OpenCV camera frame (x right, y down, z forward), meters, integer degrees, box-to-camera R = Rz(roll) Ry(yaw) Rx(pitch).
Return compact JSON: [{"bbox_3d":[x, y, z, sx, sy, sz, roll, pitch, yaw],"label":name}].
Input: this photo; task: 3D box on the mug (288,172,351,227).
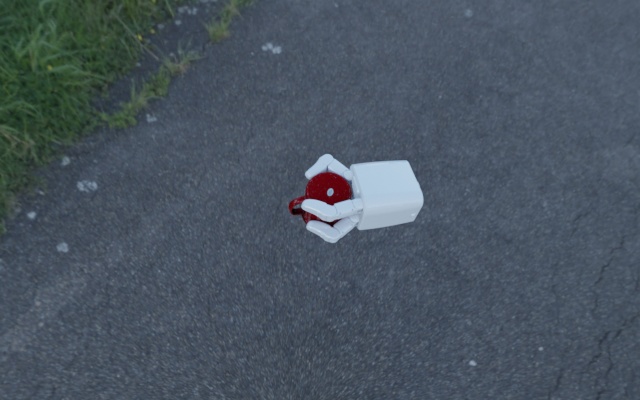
[{"bbox_3d":[-0.001,0.003,0.862,0.117,0.093,0.081,-7,-26,-8],"label":"mug"}]
